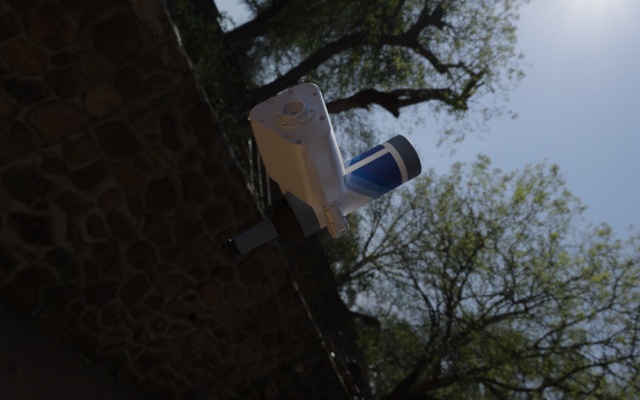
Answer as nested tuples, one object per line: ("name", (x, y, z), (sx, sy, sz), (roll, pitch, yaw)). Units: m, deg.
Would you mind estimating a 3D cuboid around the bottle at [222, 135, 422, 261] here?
("bottle", (0.000, 0.002, 0.670), (0.295, 0.069, 0.069), (-28, 5, -9))
